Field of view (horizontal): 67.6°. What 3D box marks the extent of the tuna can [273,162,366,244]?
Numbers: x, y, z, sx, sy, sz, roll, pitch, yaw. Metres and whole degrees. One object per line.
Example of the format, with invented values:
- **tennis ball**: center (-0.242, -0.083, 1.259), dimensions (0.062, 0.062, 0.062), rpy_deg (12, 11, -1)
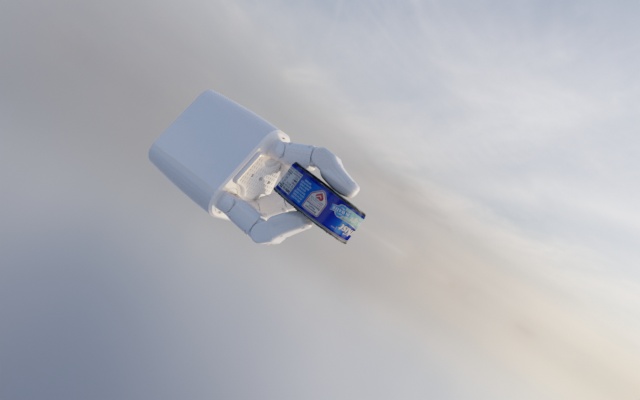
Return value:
- **tuna can**: center (0.000, 0.001, 0.446), dimensions (0.086, 0.034, 0.086), rpy_deg (37, 2, -2)
